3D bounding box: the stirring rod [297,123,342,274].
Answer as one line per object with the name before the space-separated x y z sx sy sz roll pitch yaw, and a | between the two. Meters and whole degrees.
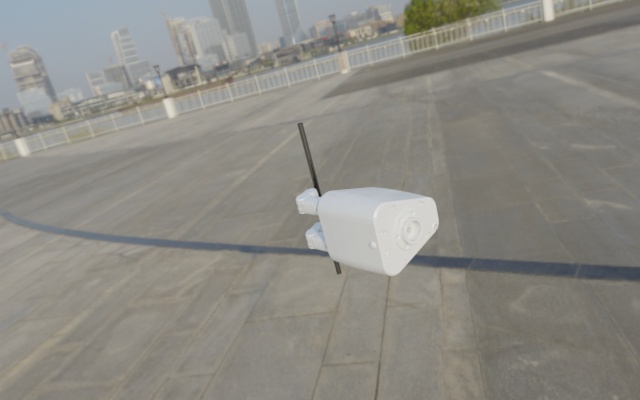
stirring rod | 0.000 0.002 0.709 0.011 0.239 0.011 -13 17 4
